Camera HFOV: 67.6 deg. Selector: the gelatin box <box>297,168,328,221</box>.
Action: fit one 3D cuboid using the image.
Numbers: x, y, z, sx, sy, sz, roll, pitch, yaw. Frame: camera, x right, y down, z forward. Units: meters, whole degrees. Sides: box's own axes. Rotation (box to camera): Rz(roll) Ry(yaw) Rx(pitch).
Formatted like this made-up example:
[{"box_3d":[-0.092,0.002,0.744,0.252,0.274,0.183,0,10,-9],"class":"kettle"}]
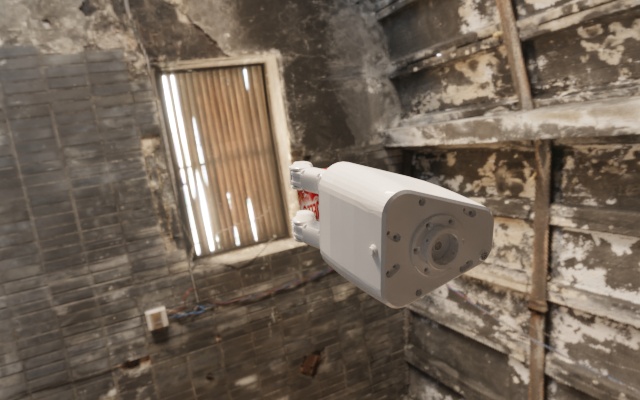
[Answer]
[{"box_3d":[0.000,0.002,0.533,0.030,0.073,0.089,-10,4,-19],"class":"gelatin box"}]
